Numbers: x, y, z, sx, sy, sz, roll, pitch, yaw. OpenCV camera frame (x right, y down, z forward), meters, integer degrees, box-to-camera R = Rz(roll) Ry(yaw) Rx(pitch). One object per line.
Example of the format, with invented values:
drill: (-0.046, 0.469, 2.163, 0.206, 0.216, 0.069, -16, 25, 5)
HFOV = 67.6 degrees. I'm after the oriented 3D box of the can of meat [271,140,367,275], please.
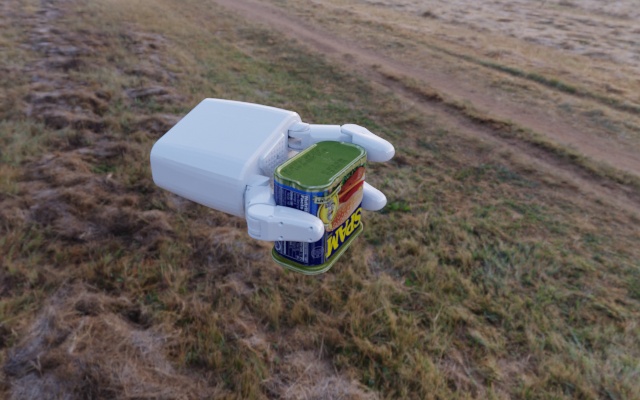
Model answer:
can of meat: (0.000, 0.001, 0.424, 0.057, 0.084, 0.102, 17, 33, 24)
